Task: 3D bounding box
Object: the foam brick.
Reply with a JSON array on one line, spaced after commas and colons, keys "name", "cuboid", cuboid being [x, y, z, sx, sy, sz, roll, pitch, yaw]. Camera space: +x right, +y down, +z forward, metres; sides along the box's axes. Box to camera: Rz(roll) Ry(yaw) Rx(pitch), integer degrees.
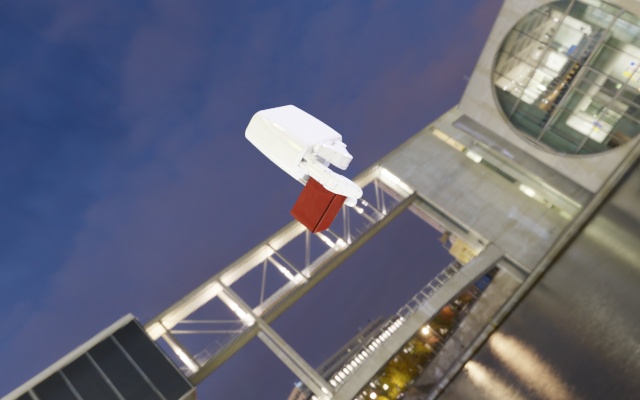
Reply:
[{"name": "foam brick", "cuboid": [0.000, 0.003, 0.734, 0.051, 0.078, 0.053, 36, 17, 19]}]
